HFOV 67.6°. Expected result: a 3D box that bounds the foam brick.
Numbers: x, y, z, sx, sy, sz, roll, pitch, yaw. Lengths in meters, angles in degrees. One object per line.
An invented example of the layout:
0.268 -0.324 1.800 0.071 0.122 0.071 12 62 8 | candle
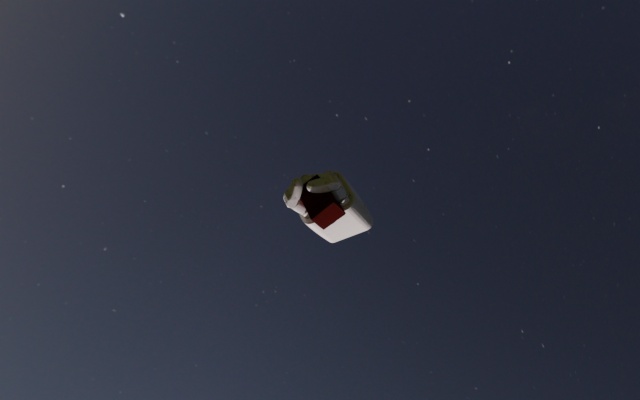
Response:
0.000 0.003 0.859 0.053 0.078 0.051 -36 -40 8 | foam brick
